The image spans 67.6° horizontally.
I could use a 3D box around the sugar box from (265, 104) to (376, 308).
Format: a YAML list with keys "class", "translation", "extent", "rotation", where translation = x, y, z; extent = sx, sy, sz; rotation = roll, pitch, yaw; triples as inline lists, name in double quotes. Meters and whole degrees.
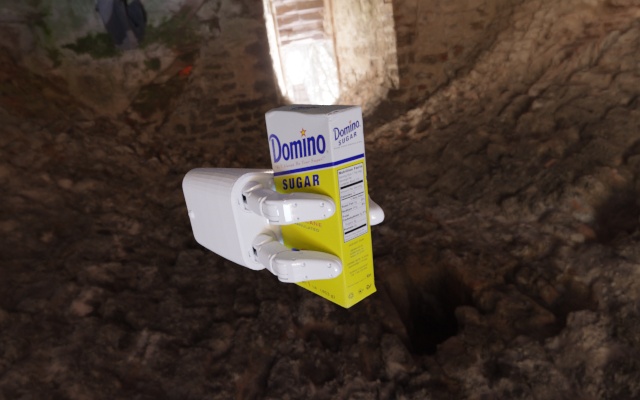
- class: "sugar box"
  translation: [0.000, 0.002, 0.443]
  extent: [0.048, 0.176, 0.093]
  rotation: [-23, 23, -36]
